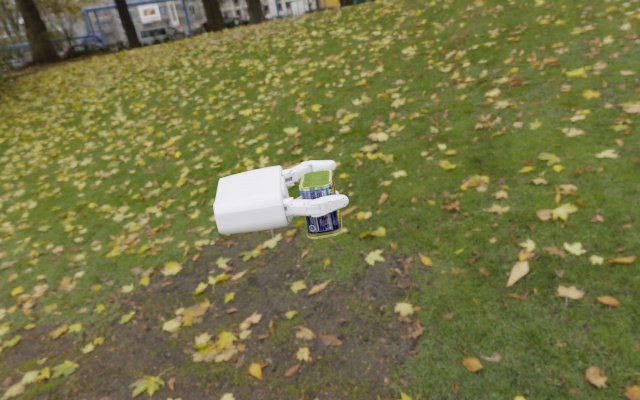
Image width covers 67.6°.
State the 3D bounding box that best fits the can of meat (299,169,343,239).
[{"bbox_3d":[0.000,0.002,0.769,0.057,0.084,0.102,-9,18,5],"label":"can of meat"}]
